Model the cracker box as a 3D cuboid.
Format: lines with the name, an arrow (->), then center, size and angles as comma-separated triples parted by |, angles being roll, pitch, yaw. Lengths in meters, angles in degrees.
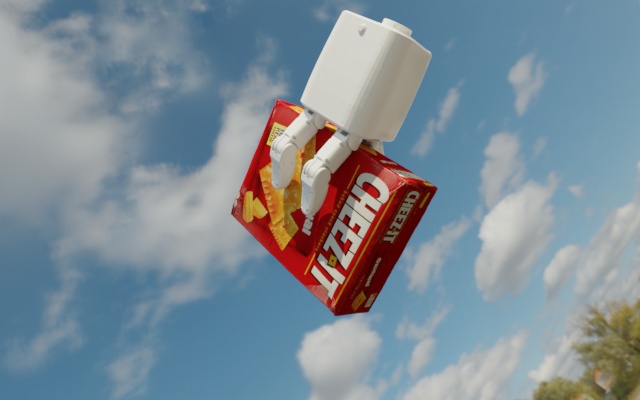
cracker box -> 0.000, 0.002, 0.553 | 0.072, 0.164, 0.213 | 6, 25, -49
